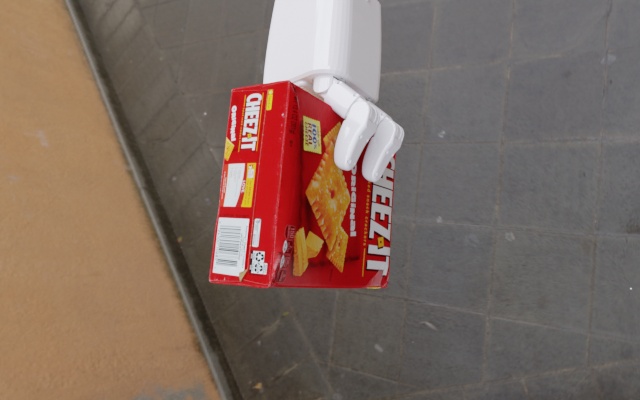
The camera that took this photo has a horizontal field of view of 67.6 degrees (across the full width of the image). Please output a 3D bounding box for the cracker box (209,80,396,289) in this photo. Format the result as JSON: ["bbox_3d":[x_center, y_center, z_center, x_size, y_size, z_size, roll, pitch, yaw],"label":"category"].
[{"bbox_3d":[0.000,0.001,0.461,0.072,0.164,0.214,1,-8,33],"label":"cracker box"}]
